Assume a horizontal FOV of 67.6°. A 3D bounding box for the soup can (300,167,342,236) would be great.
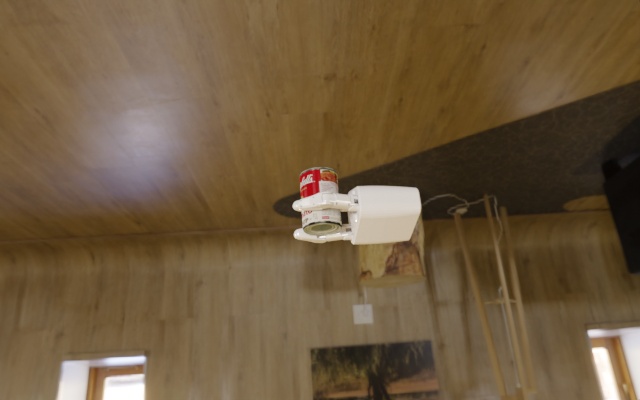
[{"bbox_3d":[0.000,0.003,0.825,0.068,0.102,0.068,-3,-22,-1],"label":"soup can"}]
